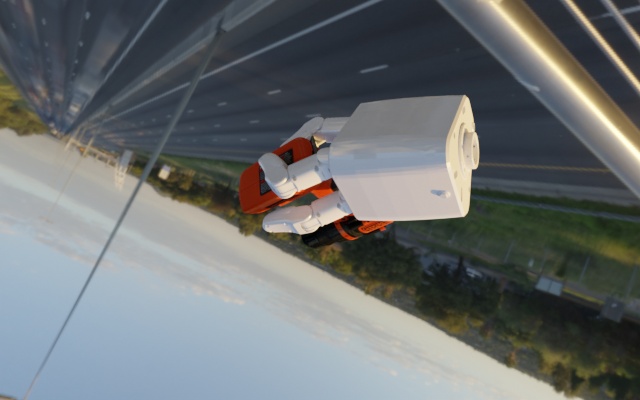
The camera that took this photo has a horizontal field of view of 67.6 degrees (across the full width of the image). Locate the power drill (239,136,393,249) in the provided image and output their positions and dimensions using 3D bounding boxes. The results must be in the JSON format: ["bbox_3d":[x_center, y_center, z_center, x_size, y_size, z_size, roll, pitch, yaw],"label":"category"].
[{"bbox_3d":[0.000,0.002,0.559,0.184,0.057,0.188,-28,-31,35],"label":"power drill"}]
